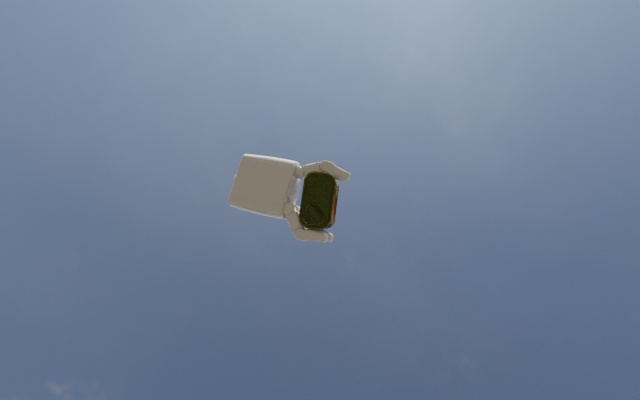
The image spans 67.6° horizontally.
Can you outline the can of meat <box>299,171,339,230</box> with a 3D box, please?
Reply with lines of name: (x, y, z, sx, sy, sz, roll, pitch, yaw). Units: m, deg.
can of meat: (0.000, 0.003, 0.876, 0.057, 0.102, 0.084, 7, -3, 9)
